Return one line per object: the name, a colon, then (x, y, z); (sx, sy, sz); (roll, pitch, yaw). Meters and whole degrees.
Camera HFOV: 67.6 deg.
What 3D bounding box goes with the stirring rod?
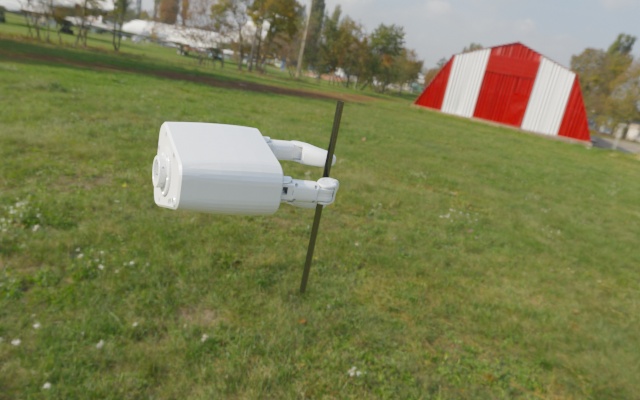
stirring rod: (0.000, 0.002, 0.572); (0.011, 0.239, 0.011); (11, 16, -3)
